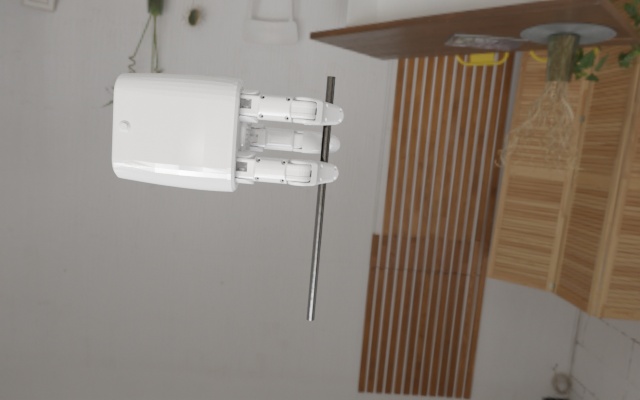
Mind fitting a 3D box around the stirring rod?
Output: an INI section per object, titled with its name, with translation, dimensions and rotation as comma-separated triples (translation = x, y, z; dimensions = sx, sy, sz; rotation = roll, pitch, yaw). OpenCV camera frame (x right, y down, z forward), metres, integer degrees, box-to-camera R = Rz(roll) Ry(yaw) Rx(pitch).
[stirring rod]
translation = 0.000, 0.001, 0.468
dimensions = 0.011, 0.239, 0.011
rotation = 5, 7, -1
